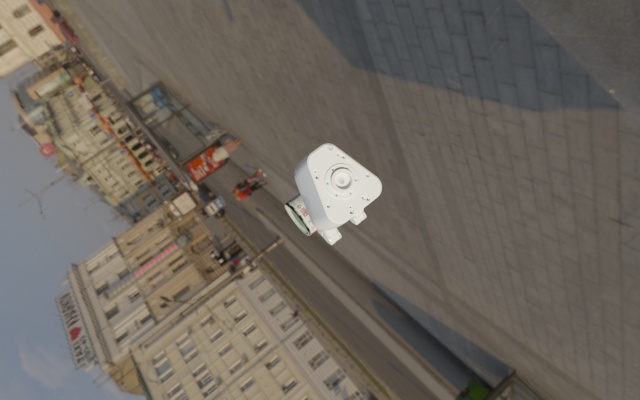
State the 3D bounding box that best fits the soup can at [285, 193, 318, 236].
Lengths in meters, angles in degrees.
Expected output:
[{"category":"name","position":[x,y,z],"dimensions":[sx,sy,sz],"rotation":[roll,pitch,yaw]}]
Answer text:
[{"category":"soup can","position":[0.000,0.003,0.794],"dimensions":[0.102,0.068,0.068],"rotation":[-38,9,-13]}]
